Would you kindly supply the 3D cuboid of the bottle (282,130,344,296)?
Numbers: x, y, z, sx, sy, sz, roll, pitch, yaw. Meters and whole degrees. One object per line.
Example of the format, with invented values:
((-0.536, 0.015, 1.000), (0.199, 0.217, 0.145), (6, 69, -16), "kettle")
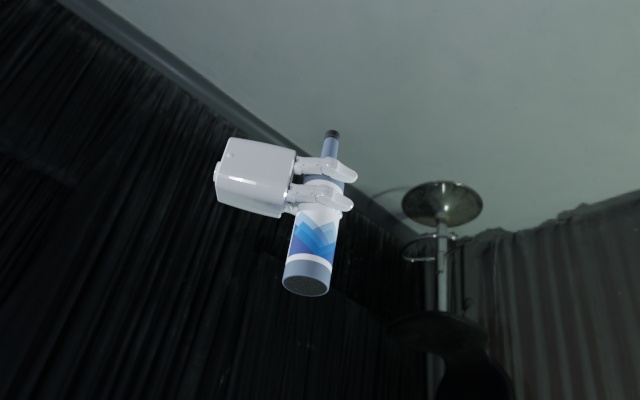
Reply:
((0.000, 0.003, 0.756), (0.069, 0.295, 0.069), (7, -35, 5), "bottle")
